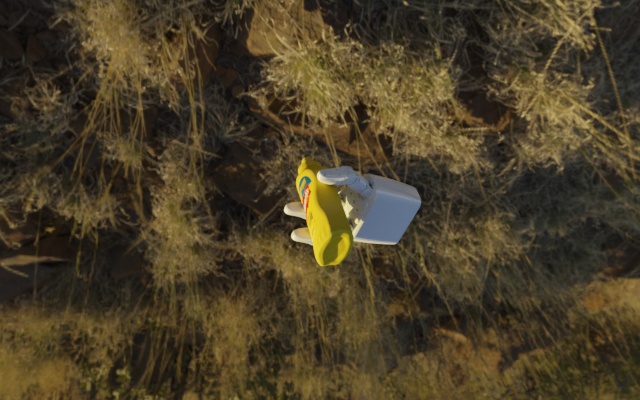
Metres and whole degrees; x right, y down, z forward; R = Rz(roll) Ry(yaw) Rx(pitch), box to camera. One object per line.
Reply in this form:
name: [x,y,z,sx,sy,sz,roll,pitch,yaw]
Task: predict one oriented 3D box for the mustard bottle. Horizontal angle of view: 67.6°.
mustard bottle: [0.000,0.003,0.774,0.058,0.191,0.096,-6,-38,-14]
